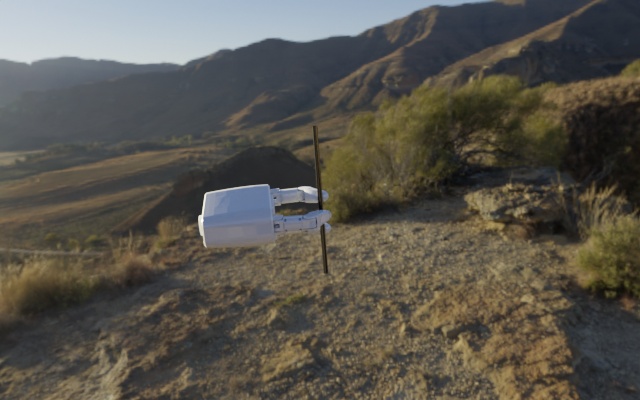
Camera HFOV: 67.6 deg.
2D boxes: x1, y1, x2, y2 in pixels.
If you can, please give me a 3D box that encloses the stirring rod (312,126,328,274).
[{"bbox_3d":[0.000,0.003,0.759,0.011,0.239,0.011,-4,13,1],"label":"stirring rod"}]
